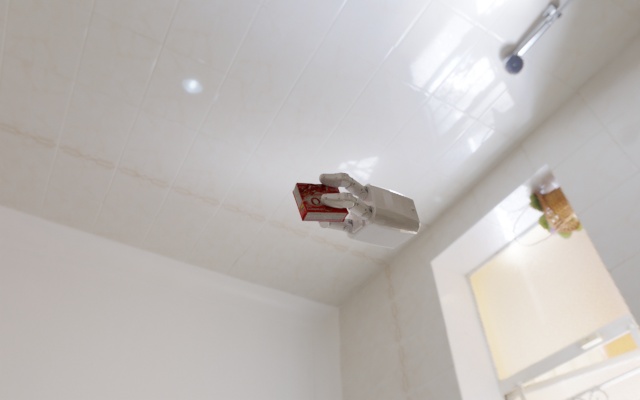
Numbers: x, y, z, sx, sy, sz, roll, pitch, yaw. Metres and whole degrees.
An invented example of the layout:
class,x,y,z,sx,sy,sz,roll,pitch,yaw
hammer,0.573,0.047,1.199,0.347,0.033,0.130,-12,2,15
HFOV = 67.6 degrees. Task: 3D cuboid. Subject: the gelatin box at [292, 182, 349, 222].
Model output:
class,x,y,z,sx,sy,sz,roll,pitch,yaw
gelatin box,0.000,0.003,0.885,0.089,0.073,0.030,2,-43,-26
